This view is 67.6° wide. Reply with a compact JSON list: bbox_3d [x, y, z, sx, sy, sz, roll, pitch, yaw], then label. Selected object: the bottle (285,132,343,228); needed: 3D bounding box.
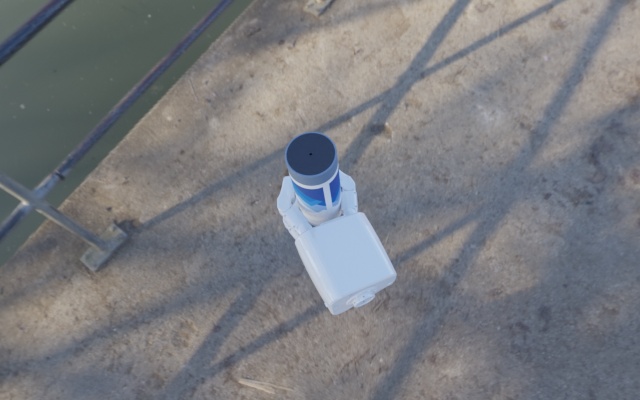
[{"bbox_3d":[0.000,0.002,0.734,0.069,0.069,0.296,0,-25,5],"label":"bottle"}]
